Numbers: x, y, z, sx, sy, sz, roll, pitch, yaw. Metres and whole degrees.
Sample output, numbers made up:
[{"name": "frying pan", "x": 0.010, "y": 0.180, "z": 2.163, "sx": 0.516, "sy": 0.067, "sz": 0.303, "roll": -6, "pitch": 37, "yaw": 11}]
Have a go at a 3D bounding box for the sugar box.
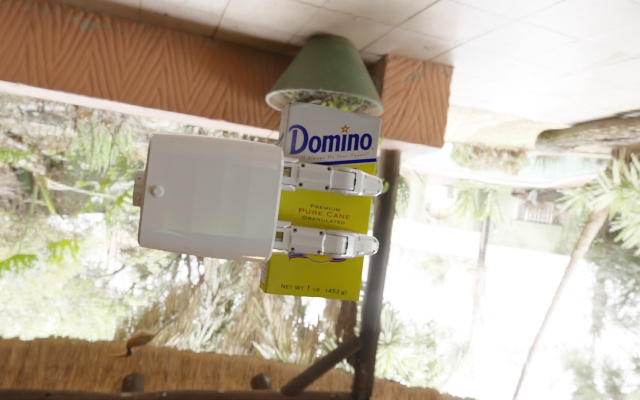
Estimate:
[{"name": "sugar box", "x": 0.000, "y": 0.002, "z": 0.454, "sx": 0.093, "sy": 0.176, "sz": 0.048, "roll": 7, "pitch": 0, "yaw": -15}]
